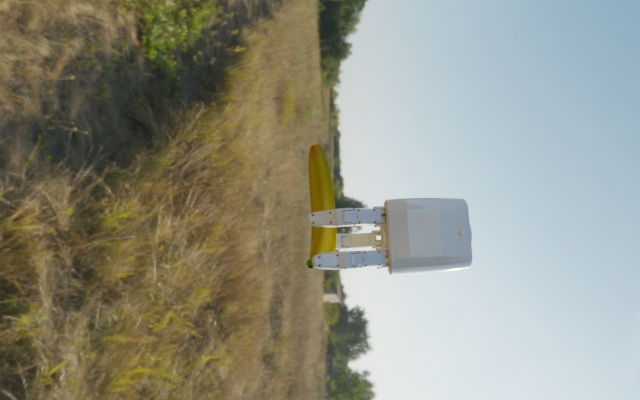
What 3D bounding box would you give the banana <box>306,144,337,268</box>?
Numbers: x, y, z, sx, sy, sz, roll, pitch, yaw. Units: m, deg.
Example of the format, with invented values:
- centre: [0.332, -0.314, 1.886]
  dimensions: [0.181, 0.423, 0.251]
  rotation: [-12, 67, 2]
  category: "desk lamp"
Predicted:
- centre: [0.002, 0.015, 0.672]
  dimensions: [0.037, 0.197, 0.070]
  rotation: [-4, -32, 5]
  category: "banana"
